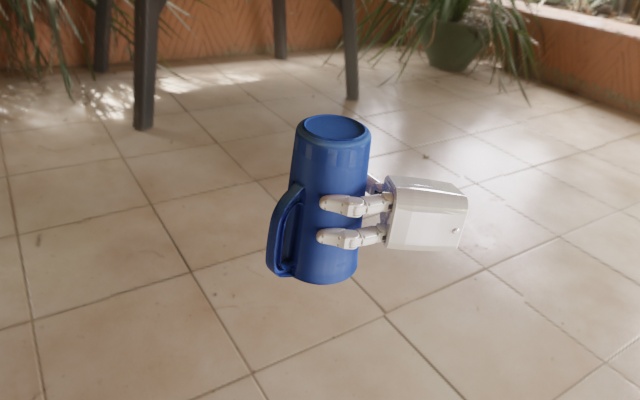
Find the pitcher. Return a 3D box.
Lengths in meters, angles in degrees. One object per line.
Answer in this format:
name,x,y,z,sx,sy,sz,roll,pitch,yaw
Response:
pitcher,0.000,0.002,0.723,0.145,0.243,0.149,6,32,-1
